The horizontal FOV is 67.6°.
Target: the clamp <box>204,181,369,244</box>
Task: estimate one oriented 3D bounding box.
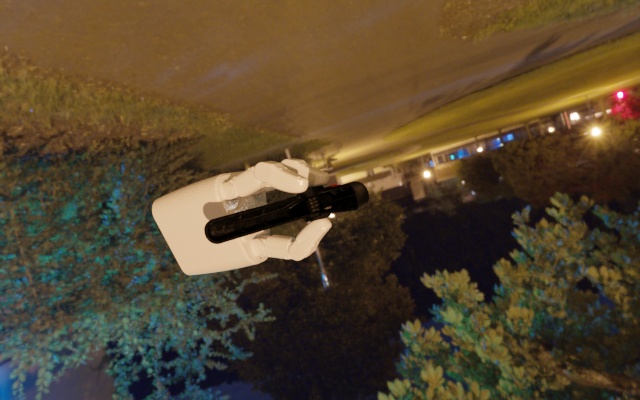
[{"bbox_3d":[0.000,0.002,0.514,0.164,0.036,0.210,-13,2,26],"label":"clamp"}]
